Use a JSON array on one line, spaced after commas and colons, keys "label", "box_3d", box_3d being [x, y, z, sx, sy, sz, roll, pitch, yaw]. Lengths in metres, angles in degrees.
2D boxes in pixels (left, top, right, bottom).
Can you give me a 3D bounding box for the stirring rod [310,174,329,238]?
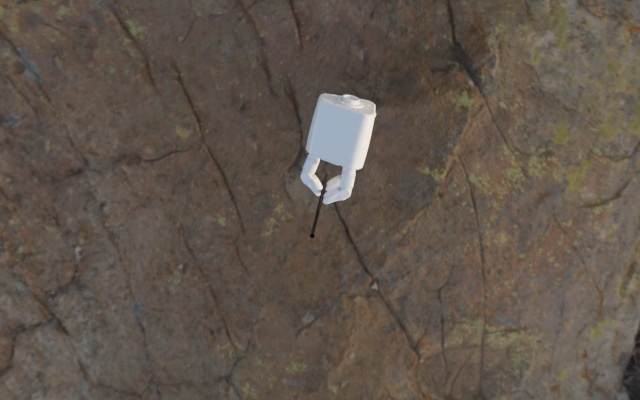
[{"label": "stirring rod", "box_3d": [0.000, 0.003, 0.893, 0.011, 0.011, 0.239, 0, 28, 7]}]
